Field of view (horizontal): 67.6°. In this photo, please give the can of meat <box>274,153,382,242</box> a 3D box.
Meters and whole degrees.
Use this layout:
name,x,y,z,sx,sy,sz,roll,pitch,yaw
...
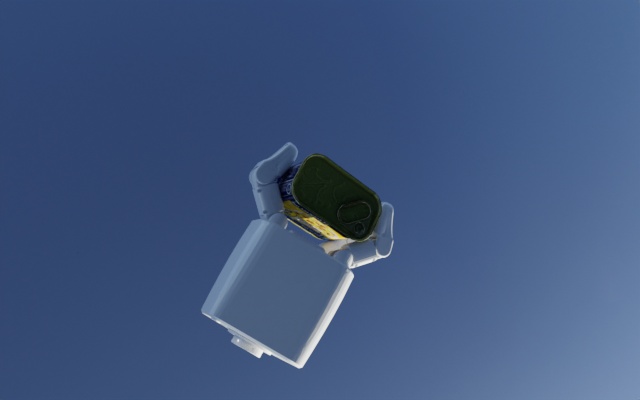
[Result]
name,x,y,z,sx,sy,sz,roll,pitch,yaw
can of meat,0.000,0.002,0.513,0.102,0.057,0.084,34,-20,-20
